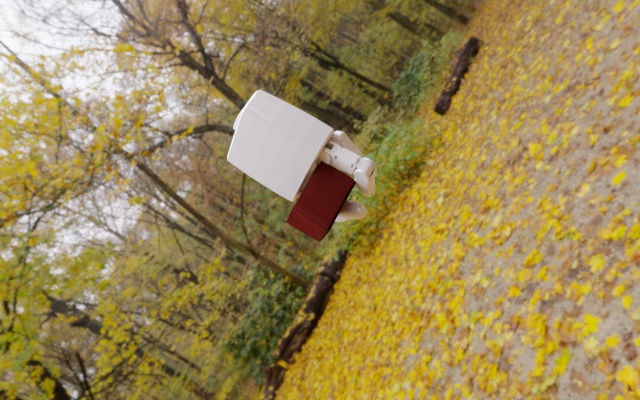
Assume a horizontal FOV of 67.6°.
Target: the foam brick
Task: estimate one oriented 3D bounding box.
[{"bbox_3d":[0.000,0.002,0.590,0.051,0.078,0.053,31,-26,-1],"label":"foam brick"}]
